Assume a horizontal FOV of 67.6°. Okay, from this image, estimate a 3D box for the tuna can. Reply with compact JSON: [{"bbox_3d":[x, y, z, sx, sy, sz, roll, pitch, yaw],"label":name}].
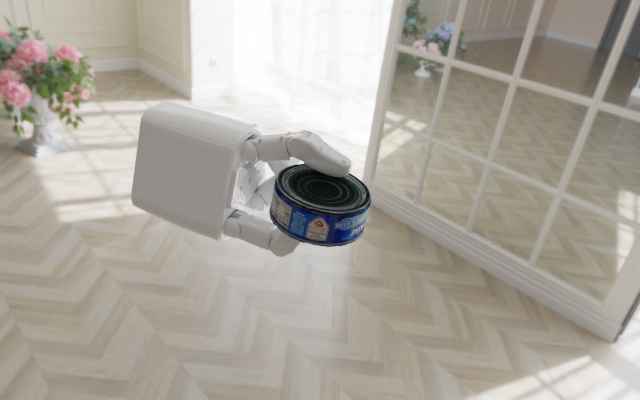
[{"bbox_3d":[0.000,0.001,0.415,0.086,0.034,0.086,10,30,-6],"label":"tuna can"}]
